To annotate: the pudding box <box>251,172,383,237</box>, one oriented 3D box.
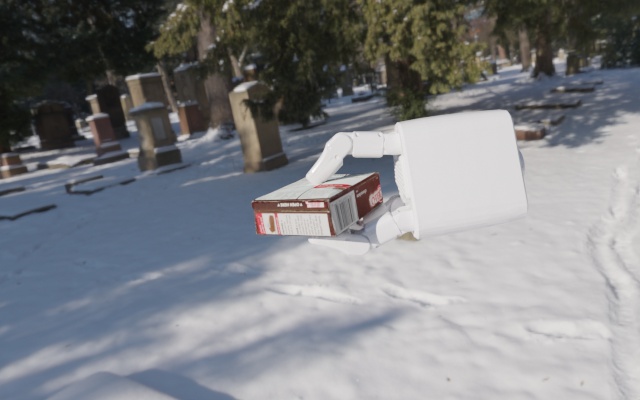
[{"bbox_3d":[0.000,0.001,0.481,0.090,0.039,0.113,-2,13,31],"label":"pudding box"}]
